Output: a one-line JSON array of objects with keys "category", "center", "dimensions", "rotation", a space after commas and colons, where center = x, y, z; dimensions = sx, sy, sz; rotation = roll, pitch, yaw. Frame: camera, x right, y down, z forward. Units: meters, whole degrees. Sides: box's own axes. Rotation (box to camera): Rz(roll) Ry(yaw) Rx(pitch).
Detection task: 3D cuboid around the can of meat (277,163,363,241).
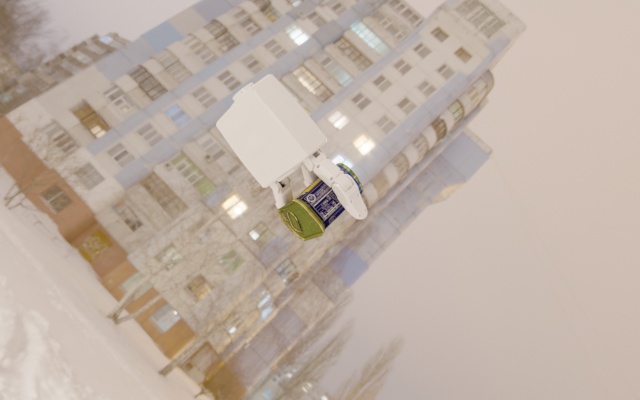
[{"category": "can of meat", "center": [0.000, 0.002, 0.630], "dimensions": [0.084, 0.057, 0.102], "rotation": [-43, 6, -22]}]
